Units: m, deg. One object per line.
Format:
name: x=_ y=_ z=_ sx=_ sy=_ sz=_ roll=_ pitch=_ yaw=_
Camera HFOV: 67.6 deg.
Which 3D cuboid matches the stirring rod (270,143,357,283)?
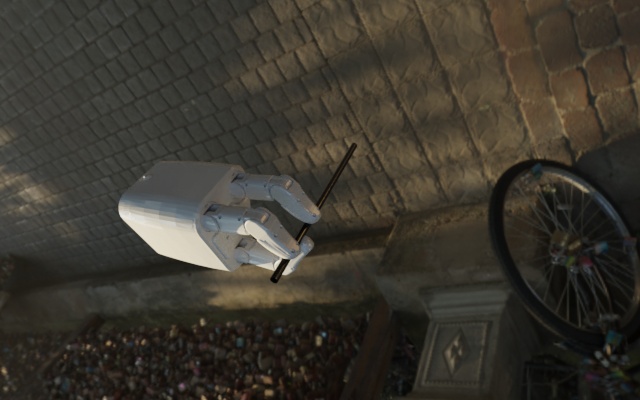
stirring rod: x=0.000 y=0.002 z=0.530 sx=0.011 sy=0.011 sz=0.239 roll=0 pitch=37 yaw=27
